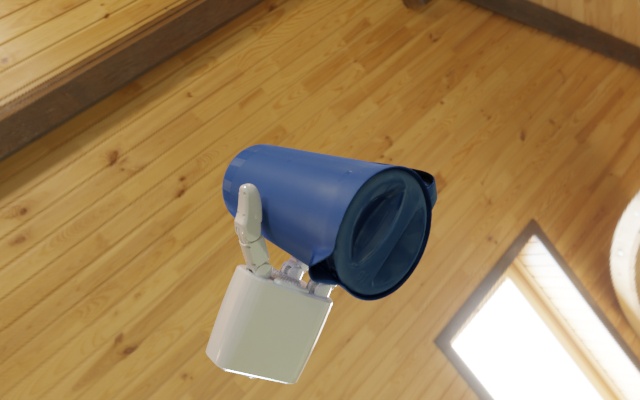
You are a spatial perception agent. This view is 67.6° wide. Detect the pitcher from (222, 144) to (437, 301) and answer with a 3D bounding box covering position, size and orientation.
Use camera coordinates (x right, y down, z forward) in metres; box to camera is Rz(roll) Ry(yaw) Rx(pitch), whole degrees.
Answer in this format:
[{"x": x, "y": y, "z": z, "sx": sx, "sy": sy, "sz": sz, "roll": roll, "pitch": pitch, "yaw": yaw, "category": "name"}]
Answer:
[{"x": 0.000, "y": 0.002, "z": 0.542, "sx": 0.149, "sy": 0.145, "sz": 0.242, "roll": 21, "pitch": 0, "yaw": -42, "category": "pitcher"}]
